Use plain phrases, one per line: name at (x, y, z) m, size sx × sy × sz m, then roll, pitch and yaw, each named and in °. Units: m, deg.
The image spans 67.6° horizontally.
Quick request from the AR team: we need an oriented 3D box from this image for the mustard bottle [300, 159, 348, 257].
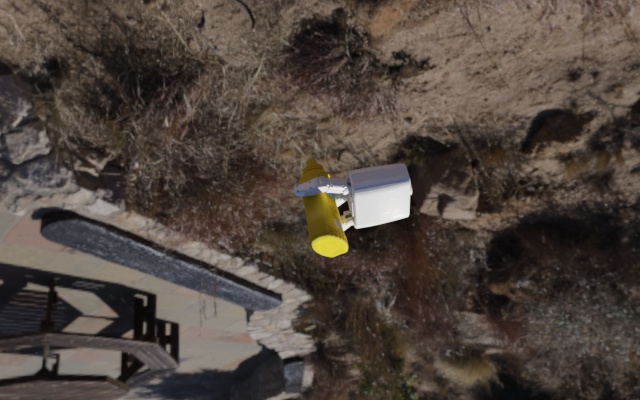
mustard bottle at (0.000, 0.003, 0.885) m, size 0.058 × 0.191 × 0.096 m, roll -23°, pitch -32°, yaw 18°
